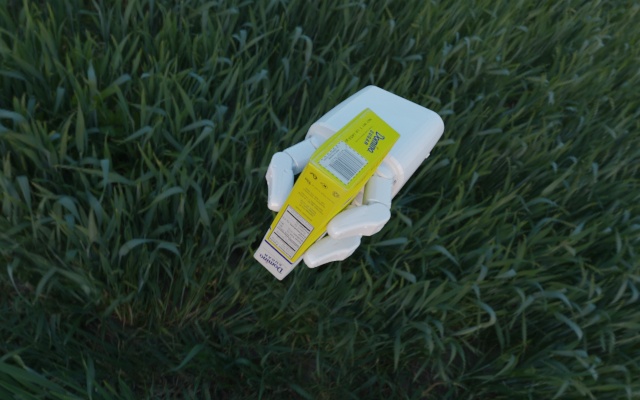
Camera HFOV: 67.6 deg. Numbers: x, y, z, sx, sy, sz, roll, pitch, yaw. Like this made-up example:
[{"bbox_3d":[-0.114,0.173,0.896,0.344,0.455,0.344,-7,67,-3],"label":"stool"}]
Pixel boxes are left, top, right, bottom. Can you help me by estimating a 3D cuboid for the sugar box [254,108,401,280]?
[{"bbox_3d":[0.001,0.002,0.453,0.093,0.048,0.176,-44,-10,-37],"label":"sugar box"}]
